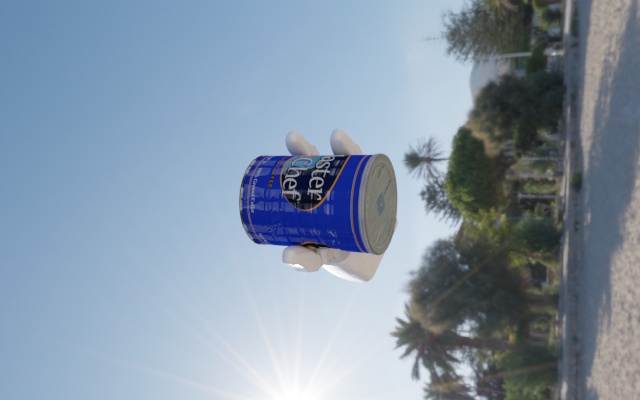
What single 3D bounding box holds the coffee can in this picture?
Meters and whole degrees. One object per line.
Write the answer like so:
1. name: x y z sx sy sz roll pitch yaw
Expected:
1. coffee can: 0.000 0.002 0.510 0.140 0.103 0.103 2 1 26
